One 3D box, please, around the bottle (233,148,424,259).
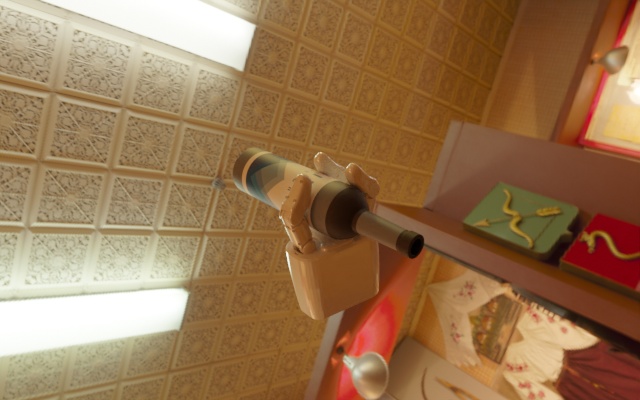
[{"bbox_3d":[0.000,0.002,0.589,0.069,0.069,0.295,0,18,-45],"label":"bottle"}]
